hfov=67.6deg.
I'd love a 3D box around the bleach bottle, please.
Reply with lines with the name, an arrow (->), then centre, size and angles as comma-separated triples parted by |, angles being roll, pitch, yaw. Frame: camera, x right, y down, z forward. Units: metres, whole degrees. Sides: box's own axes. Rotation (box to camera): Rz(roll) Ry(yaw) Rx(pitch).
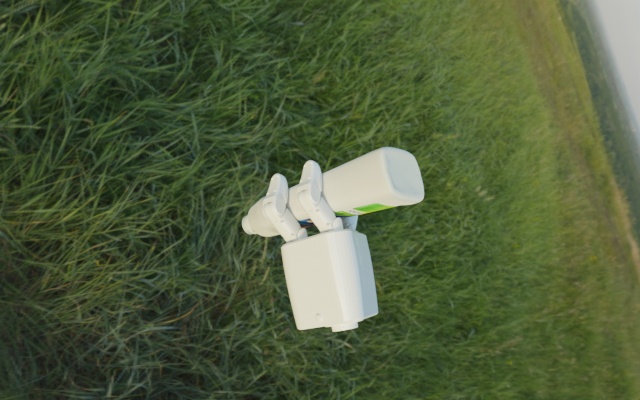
bleach bottle -> 0.000, 0.002, 0.627 | 0.251, 0.068, 0.102 | -19, -13, 34
